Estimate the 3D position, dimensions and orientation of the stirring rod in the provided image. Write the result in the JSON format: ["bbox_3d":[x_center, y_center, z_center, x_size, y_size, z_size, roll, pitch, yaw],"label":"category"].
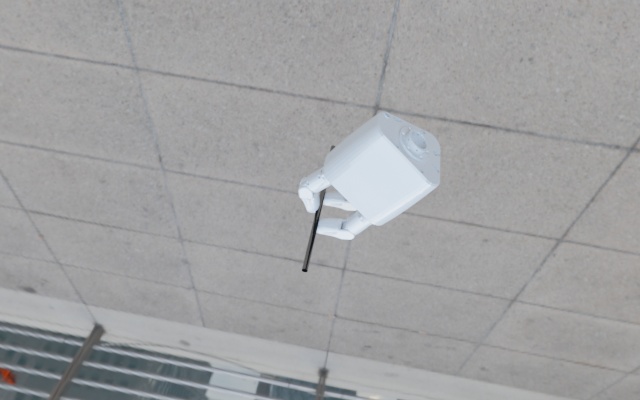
[{"bbox_3d":[0.000,0.002,0.699,0.011,0.239,0.011,7,-41,7],"label":"stirring rod"}]
